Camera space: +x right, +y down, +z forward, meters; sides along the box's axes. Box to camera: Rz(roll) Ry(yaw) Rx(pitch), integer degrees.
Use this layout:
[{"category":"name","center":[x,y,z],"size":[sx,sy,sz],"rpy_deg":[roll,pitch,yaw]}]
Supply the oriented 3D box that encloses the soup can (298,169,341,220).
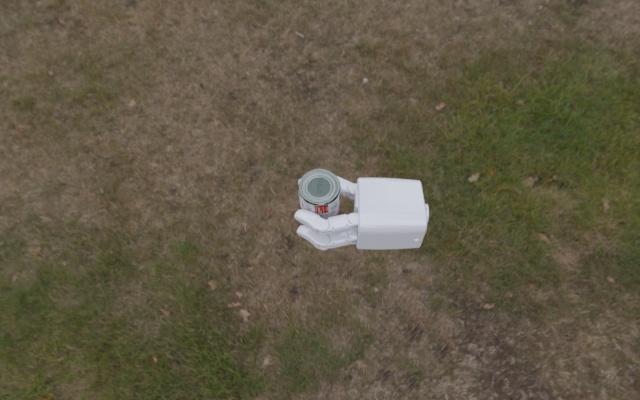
[{"category":"soup can","center":[0.000,0.002,0.784],"size":[0.068,0.068,0.102],"rpy_deg":[0,-29,2]}]
